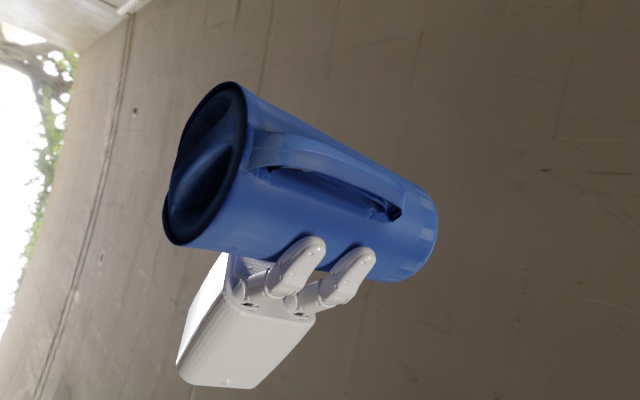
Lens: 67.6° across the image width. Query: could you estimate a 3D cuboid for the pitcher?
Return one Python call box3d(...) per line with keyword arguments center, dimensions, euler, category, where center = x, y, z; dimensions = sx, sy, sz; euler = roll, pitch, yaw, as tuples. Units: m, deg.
box3d(center=(0.000, 0.002, 0.427), dimensions=(0.243, 0.145, 0.149), euler=(20, 27, -36), category="pitcher")
